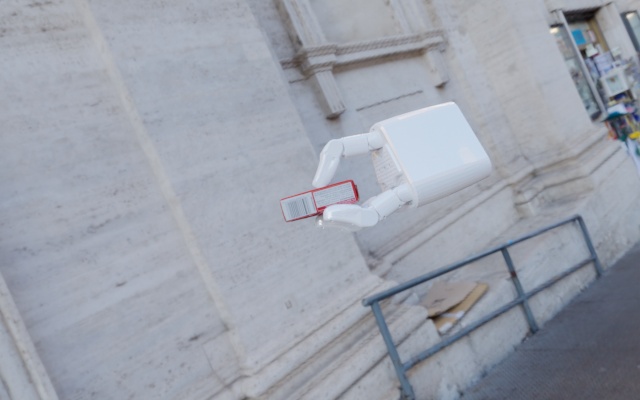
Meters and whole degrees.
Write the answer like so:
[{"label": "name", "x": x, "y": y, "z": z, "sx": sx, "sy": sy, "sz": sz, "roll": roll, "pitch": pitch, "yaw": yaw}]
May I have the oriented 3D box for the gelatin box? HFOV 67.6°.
[{"label": "gelatin box", "x": 0.000, "y": 0.002, "z": 0.570, "sx": 0.089, "sy": 0.030, "sz": 0.073, "roll": -16, "pitch": -2, "yaw": 0}]
